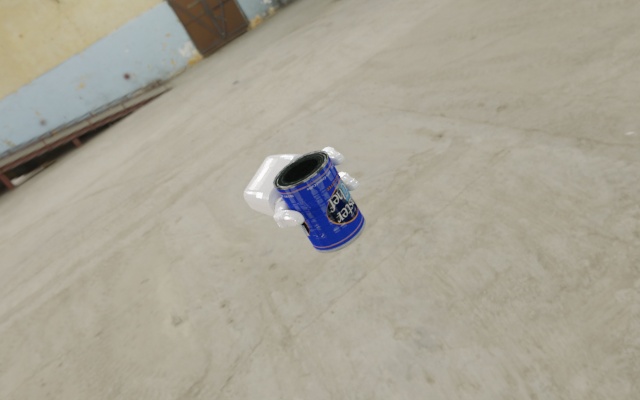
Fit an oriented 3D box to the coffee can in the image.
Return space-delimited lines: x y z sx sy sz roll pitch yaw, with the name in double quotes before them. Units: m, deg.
"coffee can" 0.000 0.003 0.796 0.103 0.140 0.102 -25 26 13
